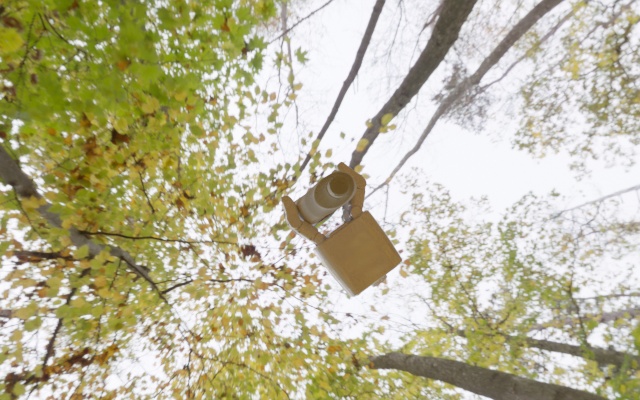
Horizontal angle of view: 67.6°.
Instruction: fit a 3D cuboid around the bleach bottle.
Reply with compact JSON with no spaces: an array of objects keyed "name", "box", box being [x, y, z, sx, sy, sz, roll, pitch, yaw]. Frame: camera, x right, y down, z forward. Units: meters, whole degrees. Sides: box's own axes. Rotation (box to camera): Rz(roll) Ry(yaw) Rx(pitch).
[{"name":"bleach bottle","box":[0.000,0.003,0.806,0.102,0.068,0.251,-35,-2,-13]}]
